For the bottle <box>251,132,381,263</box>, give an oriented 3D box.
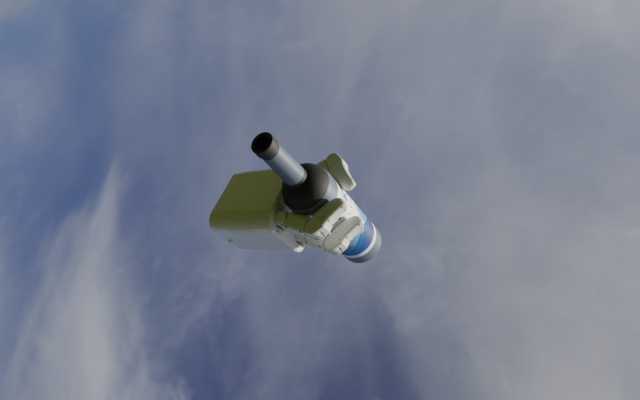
[{"bbox_3d":[0.000,0.002,0.629,0.069,0.069,0.296,0,-26,29],"label":"bottle"}]
